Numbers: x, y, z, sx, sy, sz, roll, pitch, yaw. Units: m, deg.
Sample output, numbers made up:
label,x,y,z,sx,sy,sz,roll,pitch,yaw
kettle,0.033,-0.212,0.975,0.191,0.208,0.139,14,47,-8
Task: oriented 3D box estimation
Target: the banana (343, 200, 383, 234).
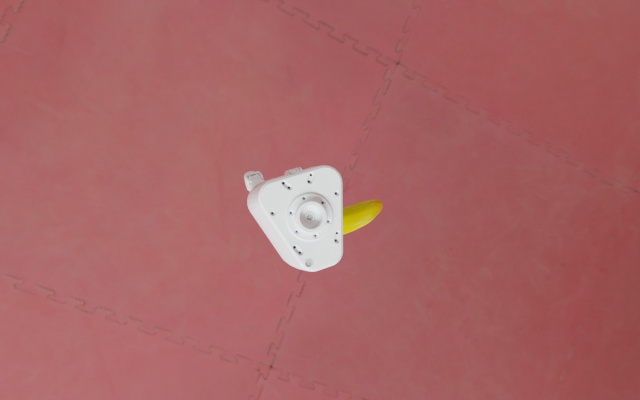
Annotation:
label,x,y,z,sx,sy,sz,roll,pitch,yaw
banana,-0.005,0.020,0.683,0.198,0.069,0.037,8,-6,-12
